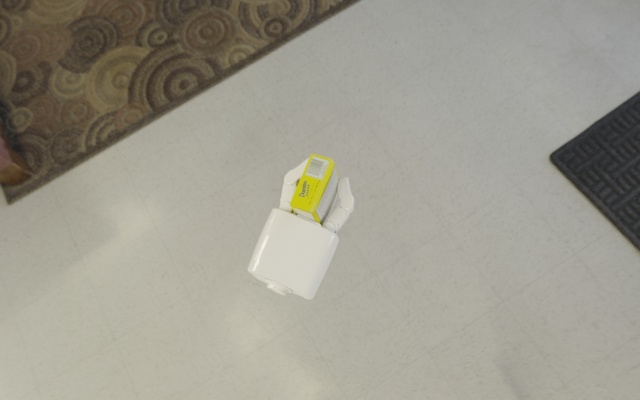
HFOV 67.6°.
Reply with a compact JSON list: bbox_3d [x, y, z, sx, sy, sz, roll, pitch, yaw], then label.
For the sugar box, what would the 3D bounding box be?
[{"bbox_3d":[0.000,0.003,0.797,0.048,0.093,0.176,19,-17,13],"label":"sugar box"}]
